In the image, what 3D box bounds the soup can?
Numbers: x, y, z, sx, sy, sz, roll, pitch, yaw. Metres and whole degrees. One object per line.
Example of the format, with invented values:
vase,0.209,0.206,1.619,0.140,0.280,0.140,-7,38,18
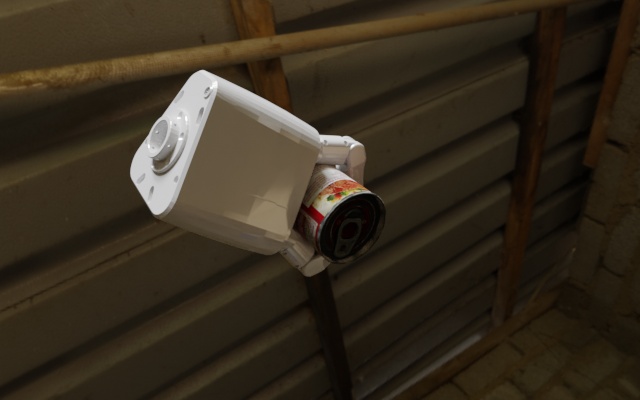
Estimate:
soup can,0.000,0.001,0.428,0.068,0.068,0.102,0,27,-37
